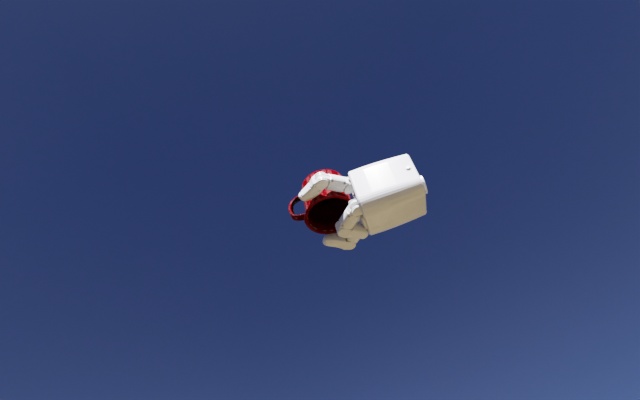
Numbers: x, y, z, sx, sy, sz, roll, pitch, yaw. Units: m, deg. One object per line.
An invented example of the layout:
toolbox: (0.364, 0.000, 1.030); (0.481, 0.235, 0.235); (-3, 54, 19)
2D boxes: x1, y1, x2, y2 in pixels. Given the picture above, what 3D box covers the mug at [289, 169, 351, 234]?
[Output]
mug: (-0.001, 0.003, 0.847); (0.117, 0.081, 0.093); (-18, -46, 4)
